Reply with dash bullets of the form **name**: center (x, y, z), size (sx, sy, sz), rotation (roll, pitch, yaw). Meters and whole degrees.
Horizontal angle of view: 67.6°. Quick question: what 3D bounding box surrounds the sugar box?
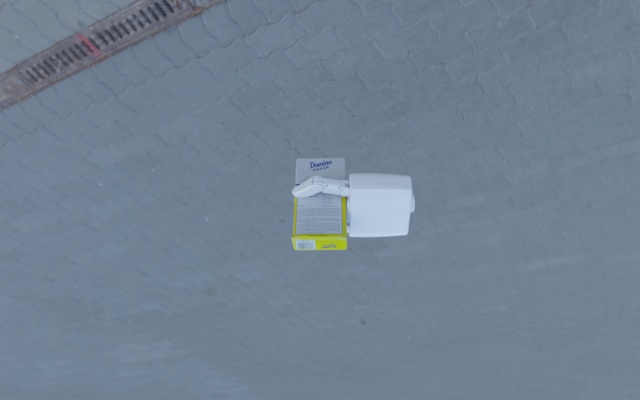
- **sugar box**: center (0.000, 0.003, 0.851), size (0.093, 0.176, 0.048), rotation (0, -38, 3)
